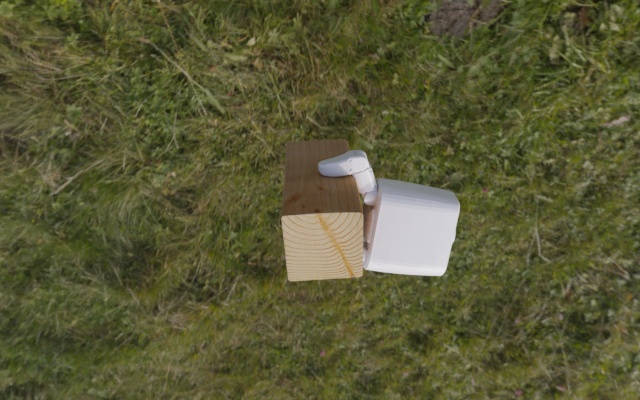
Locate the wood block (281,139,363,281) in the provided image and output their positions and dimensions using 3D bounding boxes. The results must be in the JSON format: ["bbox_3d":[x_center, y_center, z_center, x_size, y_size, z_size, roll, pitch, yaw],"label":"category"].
[{"bbox_3d":[0.000,0.002,0.619,0.090,0.091,0.206,-3,29,-1],"label":"wood block"}]
